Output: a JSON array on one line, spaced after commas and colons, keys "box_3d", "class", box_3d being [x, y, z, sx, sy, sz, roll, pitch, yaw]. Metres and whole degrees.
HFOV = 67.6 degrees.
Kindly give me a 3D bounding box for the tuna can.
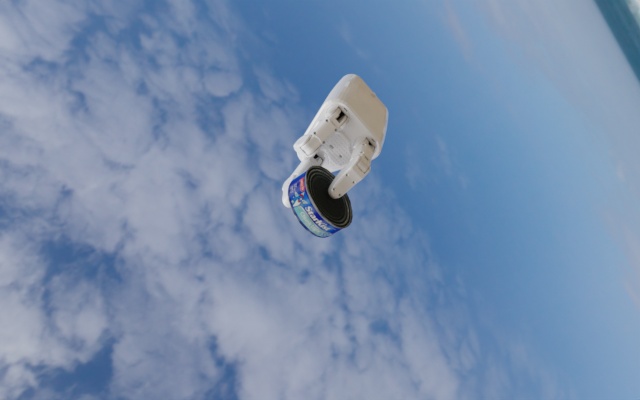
[{"box_3d": [0.000, 0.002, 0.587, 0.034, 0.086, 0.086, -31, -17, 29], "class": "tuna can"}]
